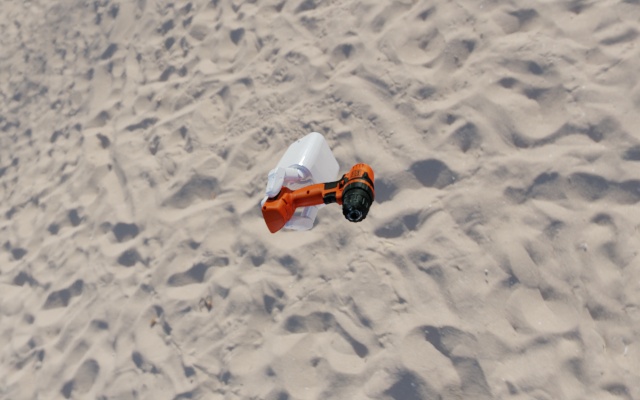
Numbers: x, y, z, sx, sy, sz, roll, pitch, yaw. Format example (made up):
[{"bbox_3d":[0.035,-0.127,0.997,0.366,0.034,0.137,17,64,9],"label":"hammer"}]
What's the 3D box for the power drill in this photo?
[{"bbox_3d":[0.000,0.003,0.805,0.187,0.057,0.184,-13,19,14],"label":"power drill"}]
